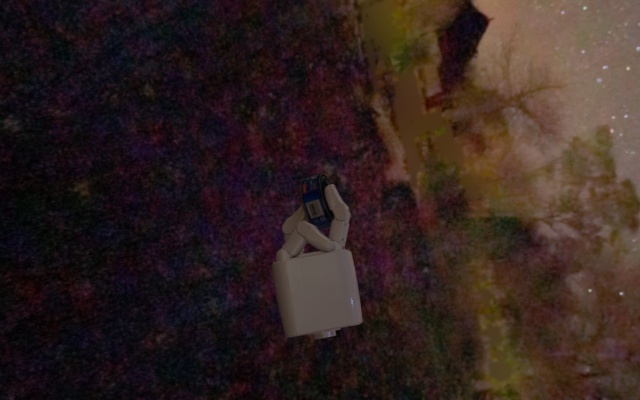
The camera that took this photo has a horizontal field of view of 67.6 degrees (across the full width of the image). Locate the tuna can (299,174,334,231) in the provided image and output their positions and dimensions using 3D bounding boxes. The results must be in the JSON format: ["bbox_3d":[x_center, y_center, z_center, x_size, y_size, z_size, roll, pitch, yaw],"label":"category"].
[{"bbox_3d":[0.001,0.002,0.740,0.034,0.086,0.086,-18,-5,15],"label":"tuna can"}]
